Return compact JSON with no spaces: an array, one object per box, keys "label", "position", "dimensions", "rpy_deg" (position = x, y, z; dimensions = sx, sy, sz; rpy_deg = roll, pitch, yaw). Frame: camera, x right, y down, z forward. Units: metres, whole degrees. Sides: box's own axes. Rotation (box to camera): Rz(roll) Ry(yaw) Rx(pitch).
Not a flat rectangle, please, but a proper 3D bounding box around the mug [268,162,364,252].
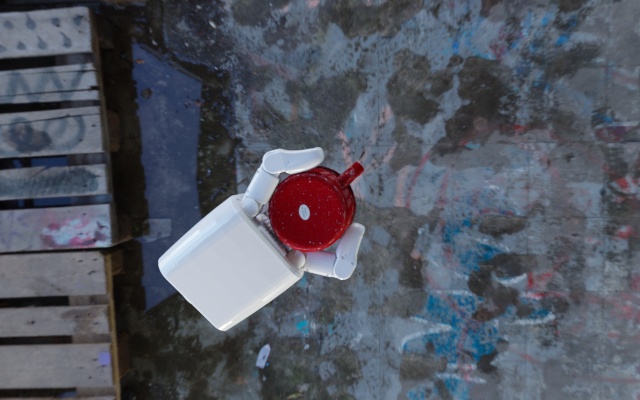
[{"label":"mug","position":[0.001,0.001,0.509],"dimensions":[0.117,0.093,0.081],"rpy_deg":[-39,0,7]}]
